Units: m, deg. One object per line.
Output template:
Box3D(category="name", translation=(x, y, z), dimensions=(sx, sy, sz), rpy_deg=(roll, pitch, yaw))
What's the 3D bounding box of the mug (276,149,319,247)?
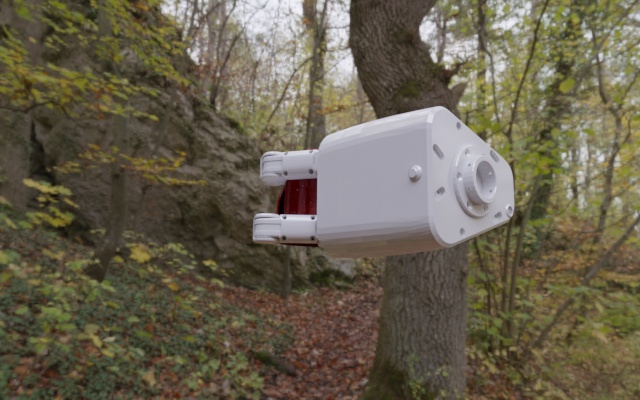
Box3D(category="mug", translation=(-0.001, 0.001, 0.450), dimensions=(0.093, 0.081, 0.117), rpy_deg=(9, -11, -41))
